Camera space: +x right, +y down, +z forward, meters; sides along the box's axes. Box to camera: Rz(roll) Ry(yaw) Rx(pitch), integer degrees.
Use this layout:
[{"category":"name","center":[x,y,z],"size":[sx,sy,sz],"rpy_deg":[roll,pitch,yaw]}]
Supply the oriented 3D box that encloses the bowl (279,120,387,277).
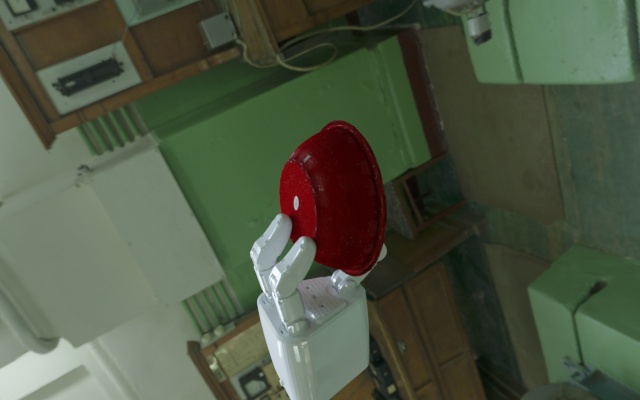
[{"category":"bowl","center":[0.000,0.000,0.483],"size":[0.055,0.162,0.162],"rpy_deg":[-8,3,-25]}]
